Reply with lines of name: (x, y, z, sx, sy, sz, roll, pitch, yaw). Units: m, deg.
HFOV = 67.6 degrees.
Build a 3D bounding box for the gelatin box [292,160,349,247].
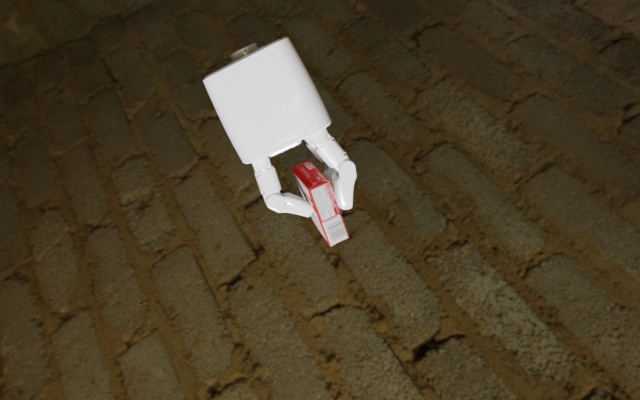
gelatin box: (0.000, 0.002, 0.599, 0.030, 0.089, 0.073, -25, 29, -8)
